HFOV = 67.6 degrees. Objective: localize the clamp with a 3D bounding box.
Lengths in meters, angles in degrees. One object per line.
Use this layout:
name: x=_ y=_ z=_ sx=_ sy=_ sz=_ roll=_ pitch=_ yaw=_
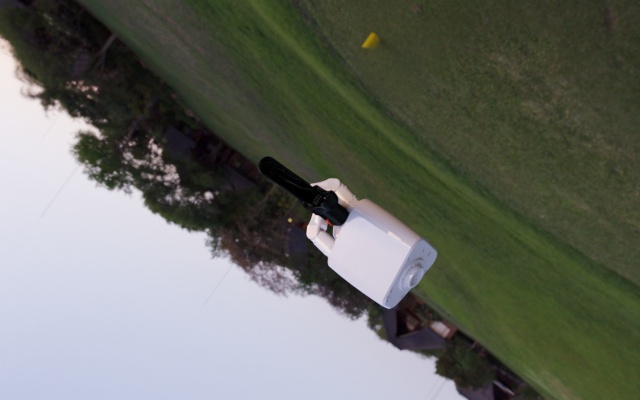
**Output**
clamp: x=0.000 y=0.003 z=0.641 sx=0.120 sy=0.039 sz=0.171 roll=36 pitch=0 yaw=36
